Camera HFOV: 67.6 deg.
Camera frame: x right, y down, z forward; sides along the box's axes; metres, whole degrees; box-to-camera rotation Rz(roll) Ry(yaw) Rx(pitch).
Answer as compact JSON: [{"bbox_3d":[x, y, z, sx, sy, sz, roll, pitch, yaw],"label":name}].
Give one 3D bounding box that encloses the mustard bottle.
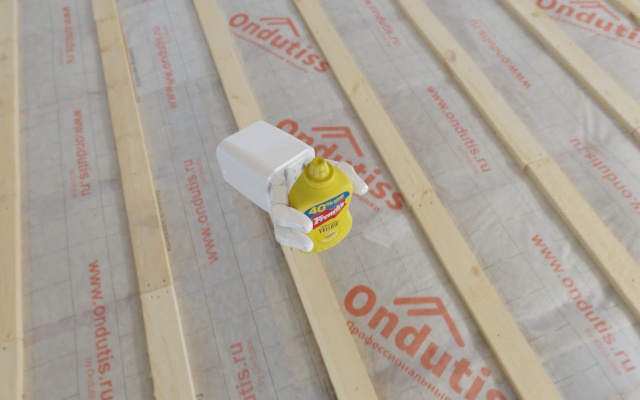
[{"bbox_3d":[0.000,0.003,0.689,0.096,0.058,0.192,-24,-31,-13],"label":"mustard bottle"}]
